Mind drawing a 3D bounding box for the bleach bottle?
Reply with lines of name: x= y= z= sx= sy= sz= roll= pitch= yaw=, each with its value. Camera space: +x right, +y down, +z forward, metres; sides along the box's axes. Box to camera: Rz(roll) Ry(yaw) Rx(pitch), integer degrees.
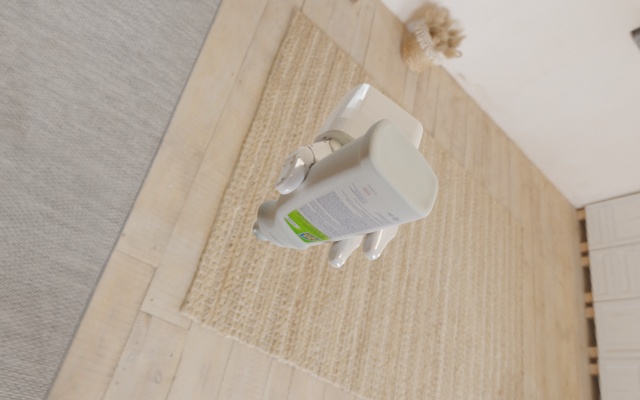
bleach bottle: x=0.000 y=0.002 z=0.535 sx=0.251 sy=0.068 sz=0.102 roll=-21 pitch=-58 yaw=45
